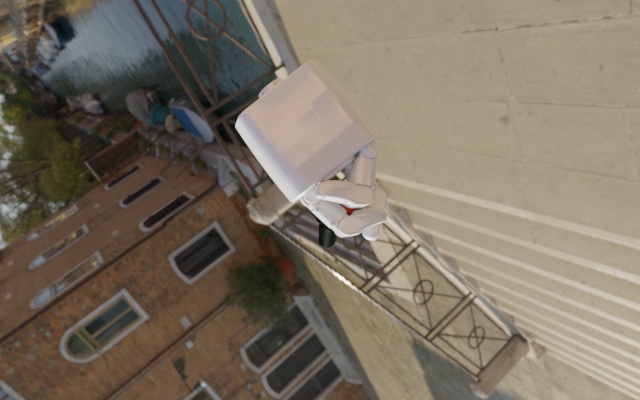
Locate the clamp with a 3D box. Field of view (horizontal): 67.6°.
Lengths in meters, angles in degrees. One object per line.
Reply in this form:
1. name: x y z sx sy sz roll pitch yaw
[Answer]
1. clamp: 0.000 0.002 0.603 0.039 0.120 0.171 -40 2 -20
